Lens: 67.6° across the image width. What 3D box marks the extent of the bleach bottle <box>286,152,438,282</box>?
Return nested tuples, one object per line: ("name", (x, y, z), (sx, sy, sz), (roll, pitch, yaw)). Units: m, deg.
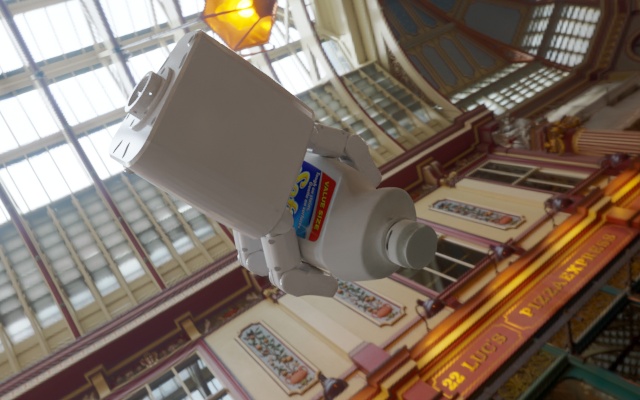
("bleach bottle", (0.000, 0.001, 0.406), (0.068, 0.102, 0.251), (34, -10, -34))
